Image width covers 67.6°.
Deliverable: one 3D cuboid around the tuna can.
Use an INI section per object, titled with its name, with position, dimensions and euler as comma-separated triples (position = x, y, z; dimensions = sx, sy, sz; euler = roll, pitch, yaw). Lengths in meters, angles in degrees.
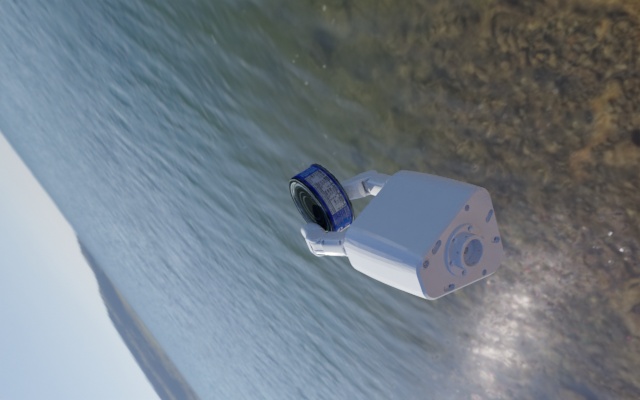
[tuna can]
position = 0.000, 0.002, 0.559
dimensions = 0.033, 0.086, 0.086
euler = -34, 12, -19
